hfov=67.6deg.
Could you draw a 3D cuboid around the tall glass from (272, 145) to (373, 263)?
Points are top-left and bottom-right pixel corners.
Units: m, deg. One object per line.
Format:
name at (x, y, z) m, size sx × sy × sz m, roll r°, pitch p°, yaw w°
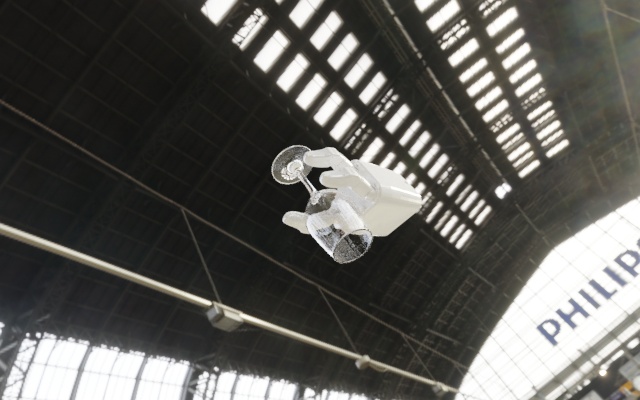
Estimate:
tall glass at (0.000, 0.002, 0.706) m, size 0.079 × 0.079 × 0.201 m, roll 0°, pitch 37°, yaw -34°
